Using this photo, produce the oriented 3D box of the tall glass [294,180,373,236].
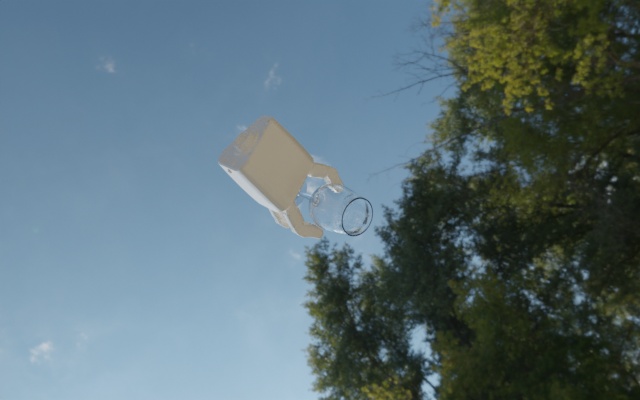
[{"bbox_3d":[0.000,0.003,0.806,0.079,0.079,0.201,0,14,-36],"label":"tall glass"}]
